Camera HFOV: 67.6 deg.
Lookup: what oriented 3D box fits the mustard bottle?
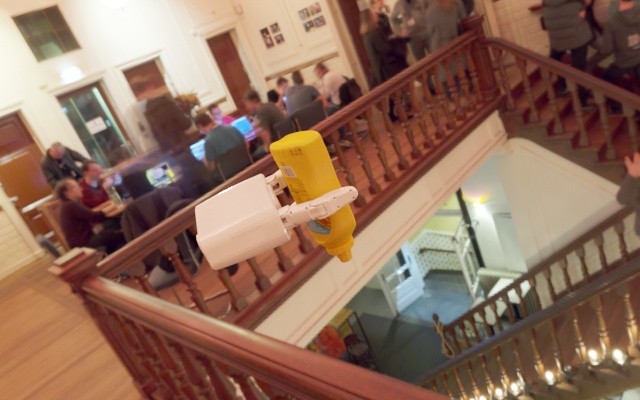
[{"bbox_3d":[0.000,0.002,0.652,0.058,0.192,0.096,-33,21,-26],"label":"mustard bottle"}]
